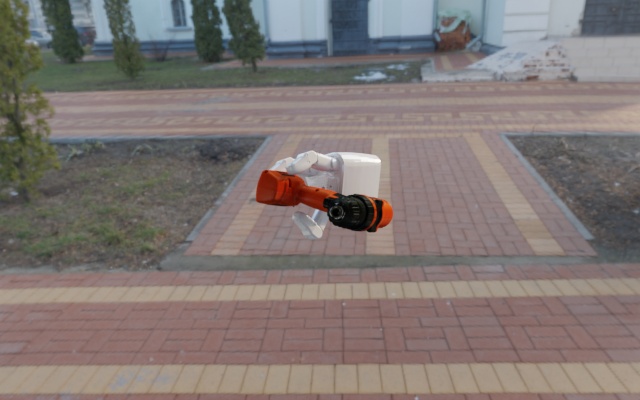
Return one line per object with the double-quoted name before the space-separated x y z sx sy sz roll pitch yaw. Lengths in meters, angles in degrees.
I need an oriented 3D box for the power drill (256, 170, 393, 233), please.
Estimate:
"power drill" 0.000 0.002 0.710 0.187 0.057 0.184 17 4 25
